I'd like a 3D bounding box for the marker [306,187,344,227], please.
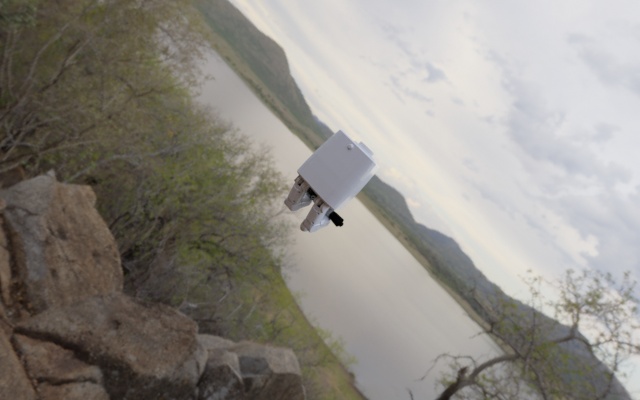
[{"bbox_3d":[0.000,0.003,0.858,0.121,0.020,0.020,47,24,24],"label":"marker"}]
